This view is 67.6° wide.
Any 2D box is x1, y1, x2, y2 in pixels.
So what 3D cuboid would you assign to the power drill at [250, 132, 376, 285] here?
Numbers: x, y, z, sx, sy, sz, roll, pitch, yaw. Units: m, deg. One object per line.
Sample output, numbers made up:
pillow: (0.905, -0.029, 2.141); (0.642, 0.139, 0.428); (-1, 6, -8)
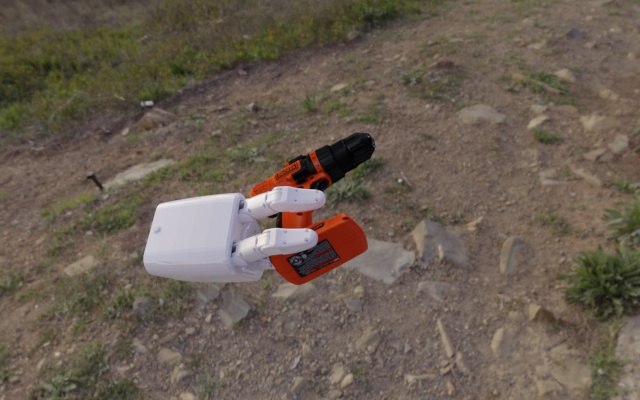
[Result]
power drill: (0.000, 0.002, 0.583); (0.184, 0.057, 0.187); (-30, 32, 10)
